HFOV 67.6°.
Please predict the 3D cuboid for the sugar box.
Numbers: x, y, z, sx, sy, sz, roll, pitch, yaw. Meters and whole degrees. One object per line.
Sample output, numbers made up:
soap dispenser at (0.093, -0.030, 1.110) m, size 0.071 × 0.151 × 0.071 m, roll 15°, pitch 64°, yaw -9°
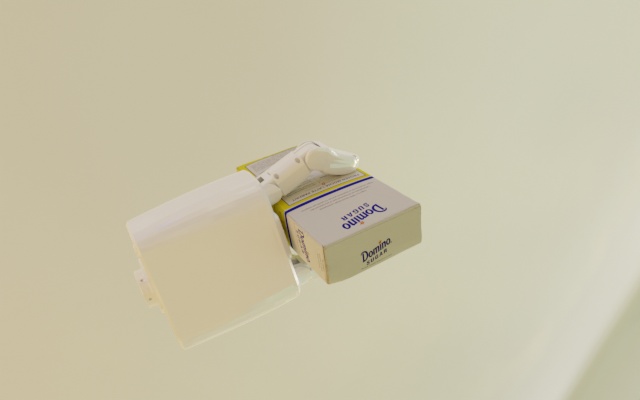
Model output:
sugar box at (0.000, 0.002, 0.435) m, size 0.093 × 0.048 × 0.176 m, roll -22°, pitch 35°, yaw -21°
